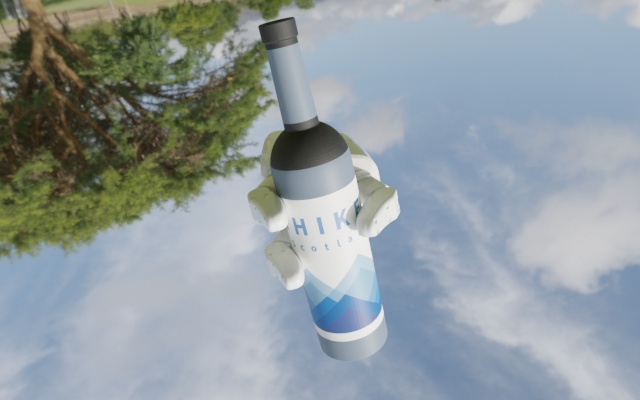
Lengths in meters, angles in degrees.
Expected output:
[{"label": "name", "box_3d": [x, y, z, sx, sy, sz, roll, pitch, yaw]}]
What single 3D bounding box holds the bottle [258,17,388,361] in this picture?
[{"label": "bottle", "box_3d": [0.000, 0.002, 0.404, 0.069, 0.296, 0.069, -12, 24, 5]}]
